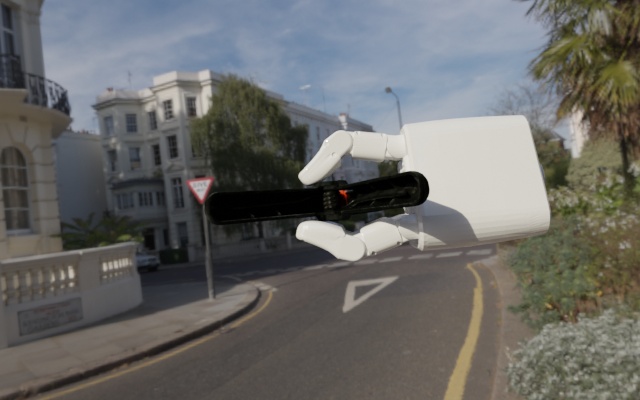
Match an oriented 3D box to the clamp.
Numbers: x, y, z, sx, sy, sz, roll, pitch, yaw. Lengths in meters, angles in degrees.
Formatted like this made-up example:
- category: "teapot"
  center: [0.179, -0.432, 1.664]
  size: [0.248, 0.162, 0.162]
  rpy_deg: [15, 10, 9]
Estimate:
- category: "clamp"
  center: [0.000, 0.001, 0.429]
  size: [0.164, 0.036, 0.210]
  rpy_deg: [-5, -2, 4]
